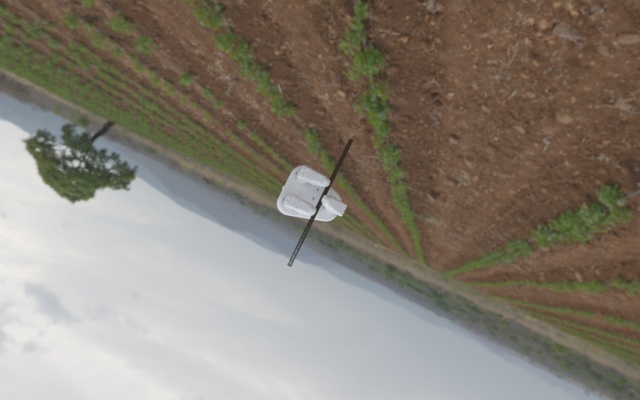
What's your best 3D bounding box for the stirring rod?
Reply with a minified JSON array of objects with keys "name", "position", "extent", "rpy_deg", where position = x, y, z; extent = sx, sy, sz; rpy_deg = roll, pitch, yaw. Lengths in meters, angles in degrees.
[{"name":"stirring rod","position":[0.000,0.003,0.812],"extent":[0.011,0.239,0.011],"rpy_deg":[26,-5,2]}]
